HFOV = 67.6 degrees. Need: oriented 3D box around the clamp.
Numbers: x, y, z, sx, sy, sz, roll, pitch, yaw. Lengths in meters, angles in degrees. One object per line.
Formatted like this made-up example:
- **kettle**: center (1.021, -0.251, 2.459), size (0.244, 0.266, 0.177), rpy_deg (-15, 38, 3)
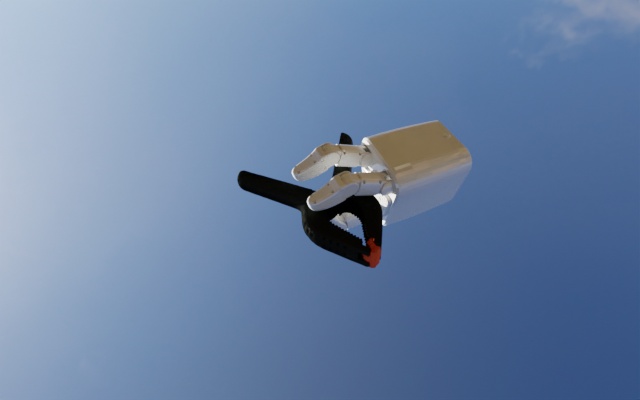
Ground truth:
- **clamp**: center (0.001, 0.003, 0.571), size (0.164, 0.036, 0.209), rpy_deg (-19, 47, -12)
